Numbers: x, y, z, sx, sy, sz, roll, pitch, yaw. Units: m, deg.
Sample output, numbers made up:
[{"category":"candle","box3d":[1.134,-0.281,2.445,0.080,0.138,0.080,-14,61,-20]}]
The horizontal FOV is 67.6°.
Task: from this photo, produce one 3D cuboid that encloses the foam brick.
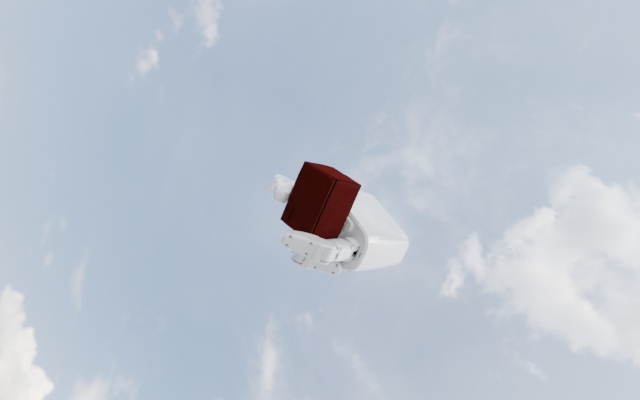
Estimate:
[{"category":"foam brick","box3d":[0.000,0.002,0.545,0.053,0.078,0.051,35,18,36]}]
